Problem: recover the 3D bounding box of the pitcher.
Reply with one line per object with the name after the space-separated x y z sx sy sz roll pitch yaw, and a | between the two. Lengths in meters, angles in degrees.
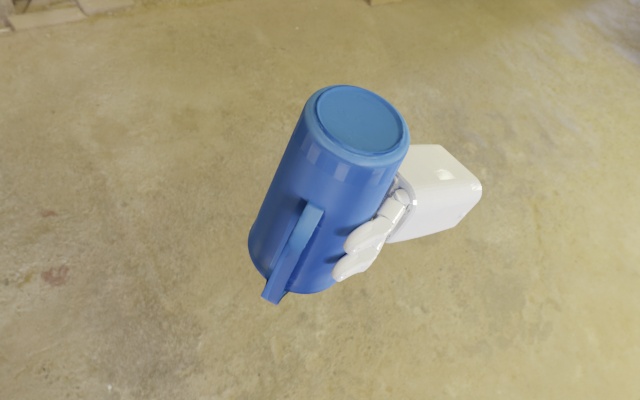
0.000 0.002 0.531 0.145 0.149 0.243 -8 -33 -25 | pitcher
